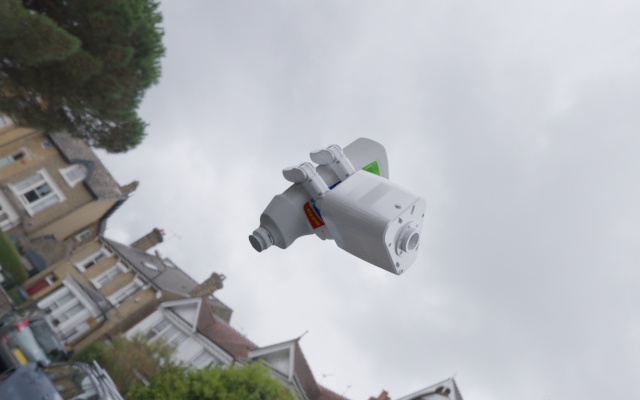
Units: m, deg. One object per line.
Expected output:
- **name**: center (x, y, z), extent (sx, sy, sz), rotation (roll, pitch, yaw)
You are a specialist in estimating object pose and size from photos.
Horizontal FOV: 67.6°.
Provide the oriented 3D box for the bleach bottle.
- **bleach bottle**: center (0.000, 0.002, 0.705), extent (0.068, 0.103, 0.250), rotation (26, 49, 37)
